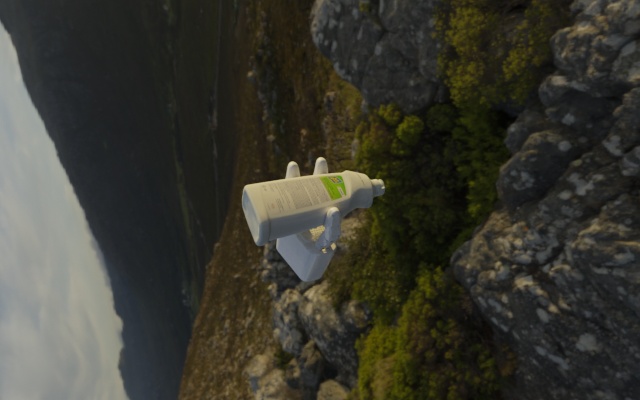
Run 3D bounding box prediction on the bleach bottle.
[{"bbox_3d":[0.000,0.003,0.817,0.251,0.102,0.068,-10,-35,-23],"label":"bleach bottle"}]
